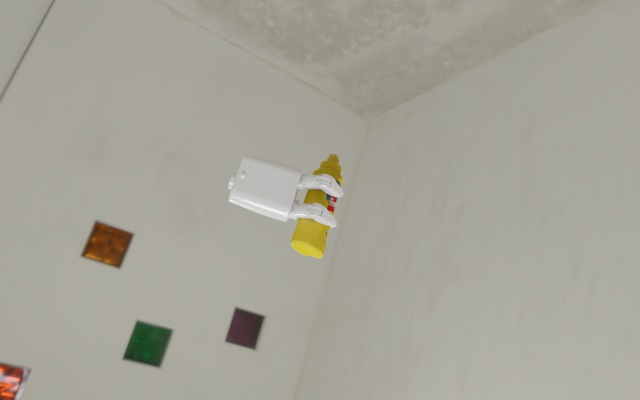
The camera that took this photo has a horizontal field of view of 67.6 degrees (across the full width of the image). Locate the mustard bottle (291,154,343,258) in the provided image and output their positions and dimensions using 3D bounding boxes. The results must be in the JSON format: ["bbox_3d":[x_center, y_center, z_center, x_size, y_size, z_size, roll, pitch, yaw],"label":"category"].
[{"bbox_3d":[0.000,0.003,0.872,0.058,0.191,0.096,10,-19,17],"label":"mustard bottle"}]
